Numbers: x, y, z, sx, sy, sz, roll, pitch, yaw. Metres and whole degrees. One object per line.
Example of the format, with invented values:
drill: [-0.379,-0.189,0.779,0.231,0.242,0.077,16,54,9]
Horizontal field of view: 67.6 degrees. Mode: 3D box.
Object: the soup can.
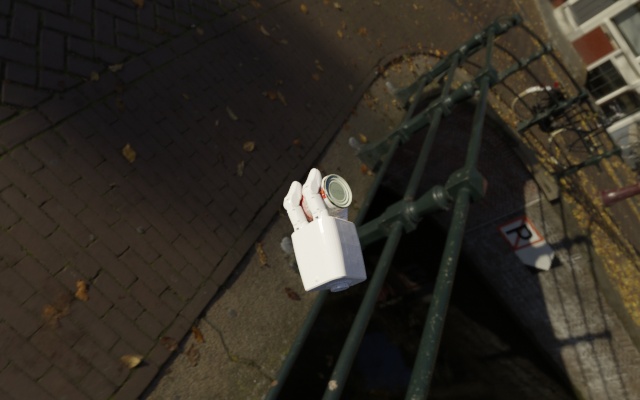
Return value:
soup can: [0.000,0.002,0.879,0.068,0.068,0.102,0,-23,-44]
